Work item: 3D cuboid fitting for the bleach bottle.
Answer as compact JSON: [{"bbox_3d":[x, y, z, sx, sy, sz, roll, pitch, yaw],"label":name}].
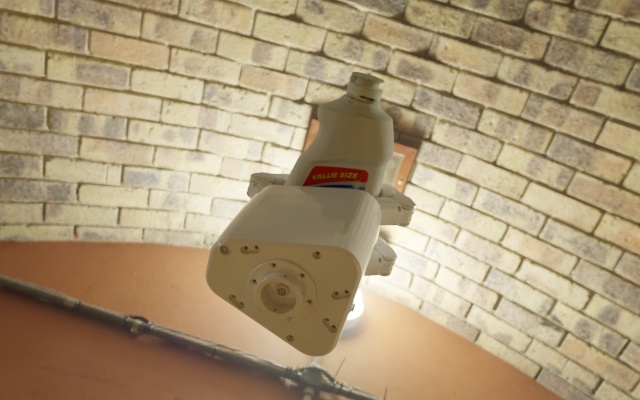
[{"bbox_3d":[0.000,0.002,0.459,0.102,0.251,0.068,19,23,5],"label":"bleach bottle"}]
